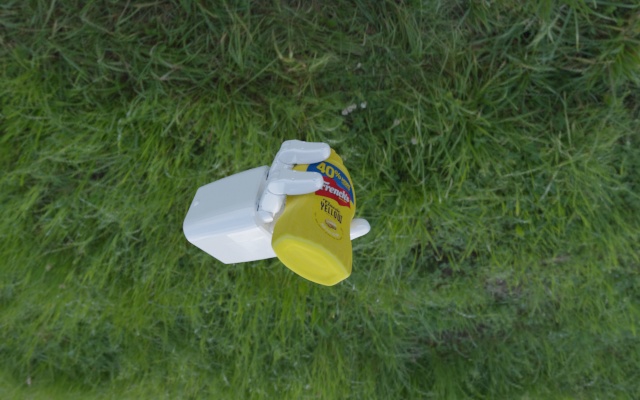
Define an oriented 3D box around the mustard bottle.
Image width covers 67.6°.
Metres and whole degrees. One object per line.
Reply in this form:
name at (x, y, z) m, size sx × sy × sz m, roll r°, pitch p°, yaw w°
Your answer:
mustard bottle at (0.000, 0.002, 0.578) m, size 0.096 × 0.191 × 0.058 m, roll 35°, pitch -51°, yaw -23°
